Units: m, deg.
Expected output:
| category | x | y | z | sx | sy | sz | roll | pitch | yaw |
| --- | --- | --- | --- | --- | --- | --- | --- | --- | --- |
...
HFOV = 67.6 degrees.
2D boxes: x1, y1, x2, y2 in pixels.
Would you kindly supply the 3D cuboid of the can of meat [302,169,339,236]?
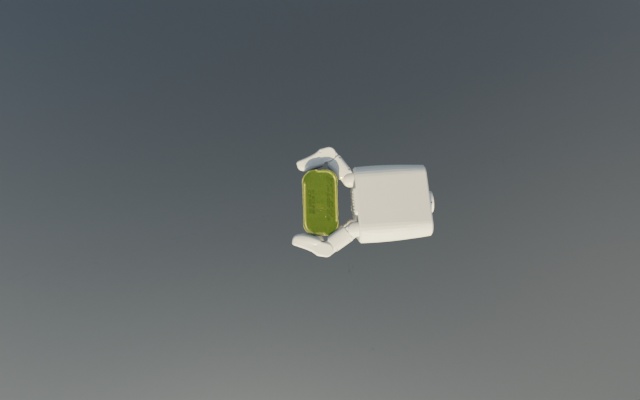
| category | x | y | z | sx | sy | sz | roll | pitch | yaw |
| --- | --- | --- | --- | --- | --- | --- | --- | --- | --- |
| can of meat | 0.000 | 0.002 | 0.722 | 0.057 | 0.102 | 0.084 | -2 | 1 | 0 |
